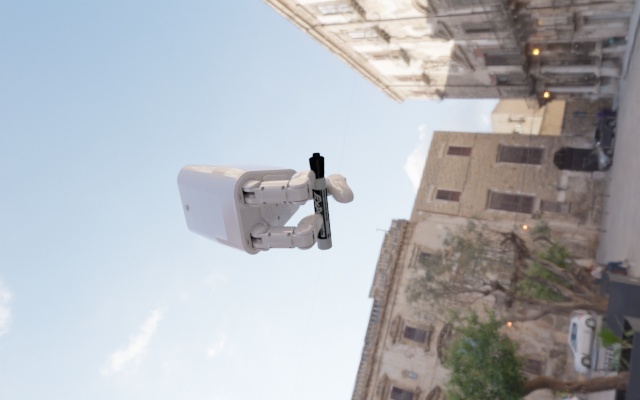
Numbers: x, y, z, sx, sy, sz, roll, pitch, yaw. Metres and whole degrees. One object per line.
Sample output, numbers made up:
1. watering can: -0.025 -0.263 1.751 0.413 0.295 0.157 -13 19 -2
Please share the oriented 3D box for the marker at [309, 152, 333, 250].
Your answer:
1. marker: 0.000 0.002 0.567 0.020 0.121 0.020 -5 22 2
